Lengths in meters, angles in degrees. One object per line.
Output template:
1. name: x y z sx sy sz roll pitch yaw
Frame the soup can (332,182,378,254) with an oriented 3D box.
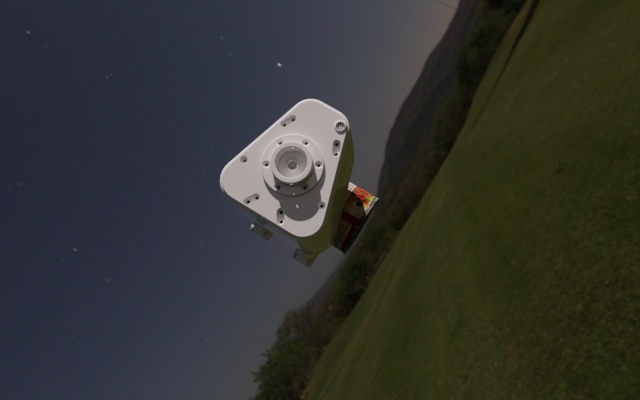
1. soup can: 0.000 0.001 0.504 0.102 0.068 0.068 31 5 8
